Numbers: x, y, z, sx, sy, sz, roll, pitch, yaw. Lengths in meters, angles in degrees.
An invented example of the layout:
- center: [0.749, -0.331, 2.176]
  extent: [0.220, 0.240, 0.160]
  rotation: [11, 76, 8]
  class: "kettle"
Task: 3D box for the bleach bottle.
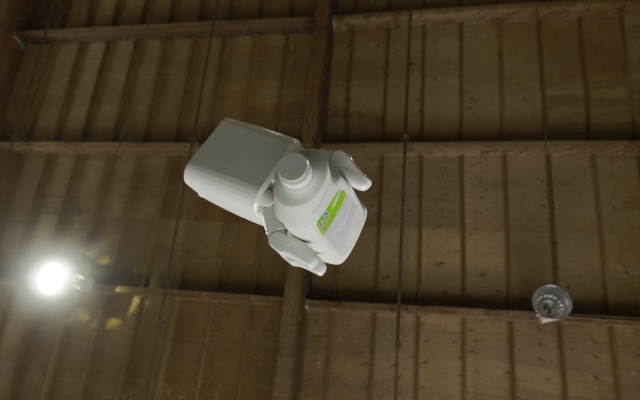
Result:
- center: [0.000, 0.002, 0.551]
  extent: [0.068, 0.102, 0.251]
  rotation: [20, -14, 17]
  class: "bleach bottle"
